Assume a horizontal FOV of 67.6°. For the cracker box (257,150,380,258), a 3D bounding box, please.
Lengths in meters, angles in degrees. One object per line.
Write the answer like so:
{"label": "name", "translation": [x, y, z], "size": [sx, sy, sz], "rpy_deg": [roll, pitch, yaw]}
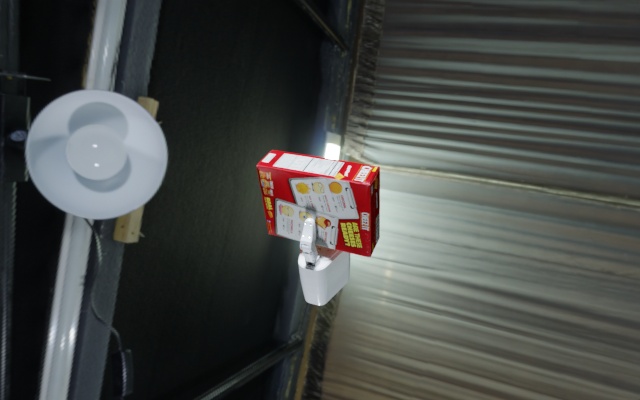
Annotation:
{"label": "cracker box", "translation": [0.000, 0.003, 0.879], "size": [0.213, 0.164, 0.072], "rpy_deg": [10, 39, 20]}
